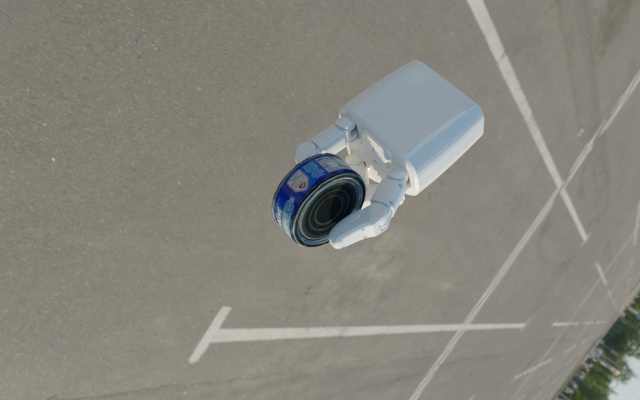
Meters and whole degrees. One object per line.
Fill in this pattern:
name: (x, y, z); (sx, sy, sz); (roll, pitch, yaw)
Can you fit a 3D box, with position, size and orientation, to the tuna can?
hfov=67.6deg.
tuna can: (0.000, 0.002, 0.438); (0.086, 0.086, 0.033); (0, 34, -45)
